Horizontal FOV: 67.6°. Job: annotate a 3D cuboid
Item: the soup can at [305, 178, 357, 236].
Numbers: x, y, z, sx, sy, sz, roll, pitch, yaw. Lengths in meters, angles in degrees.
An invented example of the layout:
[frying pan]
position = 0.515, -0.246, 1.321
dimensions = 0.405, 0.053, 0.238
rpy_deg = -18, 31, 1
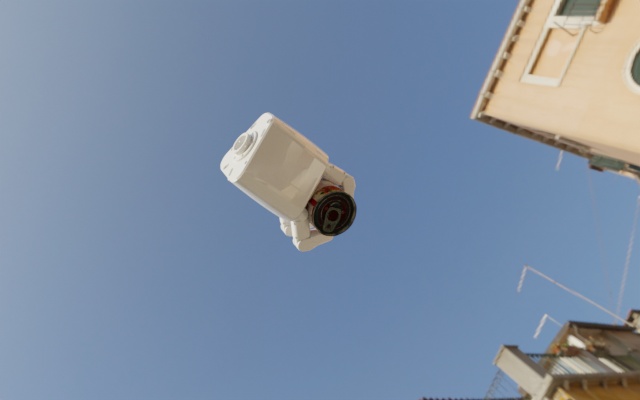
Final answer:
[soup can]
position = 0.000, 0.002, 0.708
dimensions = 0.068, 0.068, 0.102
rpy_deg = 0, 20, -25
